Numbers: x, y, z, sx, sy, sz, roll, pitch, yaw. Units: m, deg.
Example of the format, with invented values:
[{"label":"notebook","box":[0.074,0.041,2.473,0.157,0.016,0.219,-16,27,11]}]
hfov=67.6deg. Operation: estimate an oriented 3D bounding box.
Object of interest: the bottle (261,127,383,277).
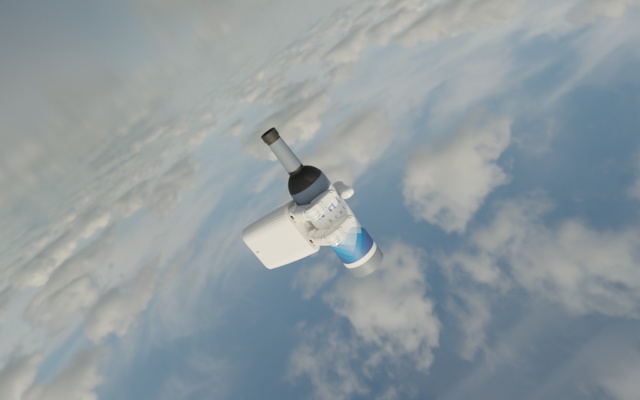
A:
[{"label":"bottle","box":[0.000,0.003,0.803,0.069,0.296,0.069,-33,20,13]}]
